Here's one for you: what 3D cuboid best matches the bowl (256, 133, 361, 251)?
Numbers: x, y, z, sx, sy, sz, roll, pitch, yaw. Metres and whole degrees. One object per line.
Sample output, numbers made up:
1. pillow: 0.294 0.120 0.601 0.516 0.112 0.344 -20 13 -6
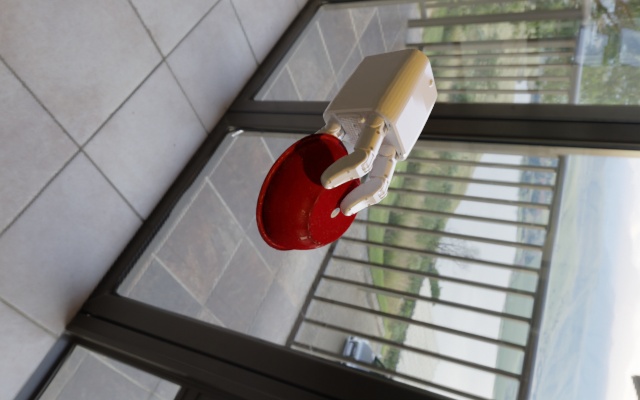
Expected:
1. bowl: 0.000 0.003 0.589 0.055 0.162 0.162 31 19 36
